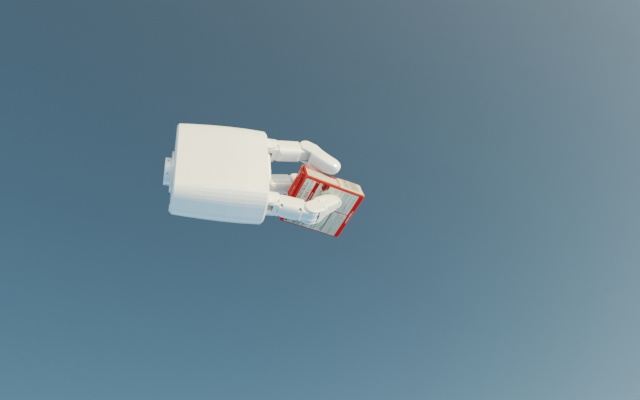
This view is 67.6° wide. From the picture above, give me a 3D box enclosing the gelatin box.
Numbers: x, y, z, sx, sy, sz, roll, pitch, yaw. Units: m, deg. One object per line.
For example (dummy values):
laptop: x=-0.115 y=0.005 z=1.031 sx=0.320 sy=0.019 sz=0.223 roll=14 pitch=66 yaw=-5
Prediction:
gelatin box: x=0.000 y=0.002 z=0.617 sx=0.089 sy=0.073 sz=0.030 roll=19 pitch=29 yaw=-23
